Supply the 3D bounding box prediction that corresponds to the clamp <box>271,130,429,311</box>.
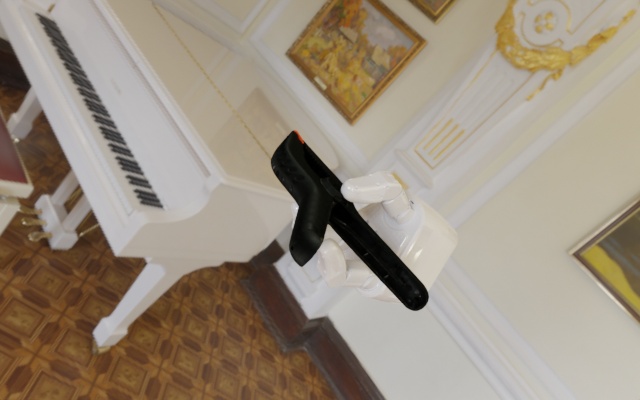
[{"bbox_3d":[0.001,0.001,0.421,0.164,0.036,0.210,27,24,-50],"label":"clamp"}]
